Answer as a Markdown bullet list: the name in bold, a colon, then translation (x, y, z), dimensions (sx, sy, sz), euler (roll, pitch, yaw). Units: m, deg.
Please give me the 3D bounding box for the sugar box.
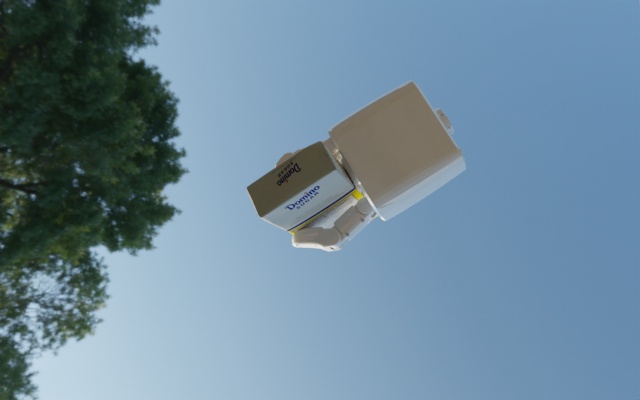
- **sugar box**: translation (0.000, 0.001, 0.544), dimensions (0.093, 0.048, 0.176), euler (-32, -27, 9)
